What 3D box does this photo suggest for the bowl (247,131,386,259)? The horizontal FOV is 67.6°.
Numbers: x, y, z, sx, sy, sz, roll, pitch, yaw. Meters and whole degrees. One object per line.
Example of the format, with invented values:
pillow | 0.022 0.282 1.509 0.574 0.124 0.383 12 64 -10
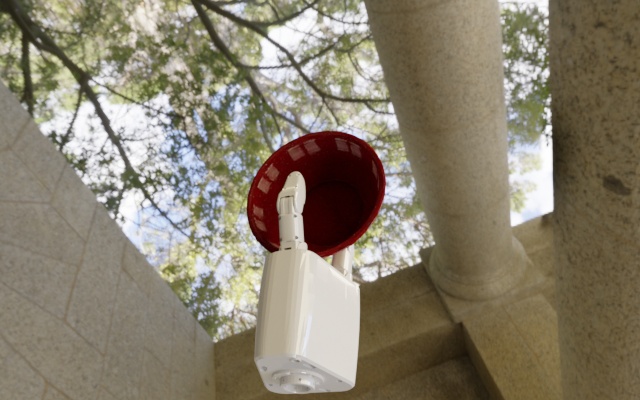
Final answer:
bowl | 0.001 0.001 0.543 0.162 0.162 0.055 0 -27 22
